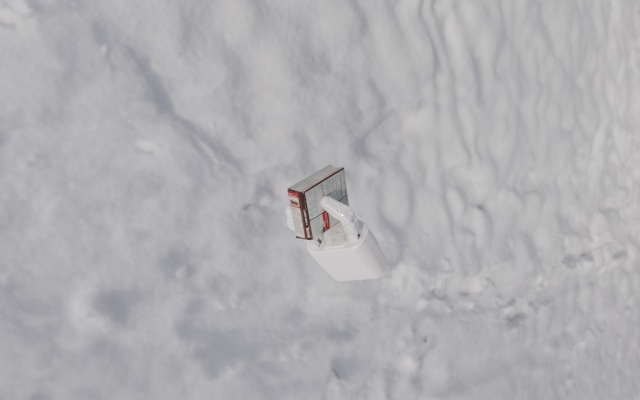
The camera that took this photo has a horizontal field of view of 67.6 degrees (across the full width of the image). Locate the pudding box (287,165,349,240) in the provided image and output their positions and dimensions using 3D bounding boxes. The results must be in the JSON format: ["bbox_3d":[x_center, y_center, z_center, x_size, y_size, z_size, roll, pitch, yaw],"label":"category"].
[{"bbox_3d":[0.000,0.003,0.792,0.039,0.090,0.113,9,29,37],"label":"pudding box"}]
